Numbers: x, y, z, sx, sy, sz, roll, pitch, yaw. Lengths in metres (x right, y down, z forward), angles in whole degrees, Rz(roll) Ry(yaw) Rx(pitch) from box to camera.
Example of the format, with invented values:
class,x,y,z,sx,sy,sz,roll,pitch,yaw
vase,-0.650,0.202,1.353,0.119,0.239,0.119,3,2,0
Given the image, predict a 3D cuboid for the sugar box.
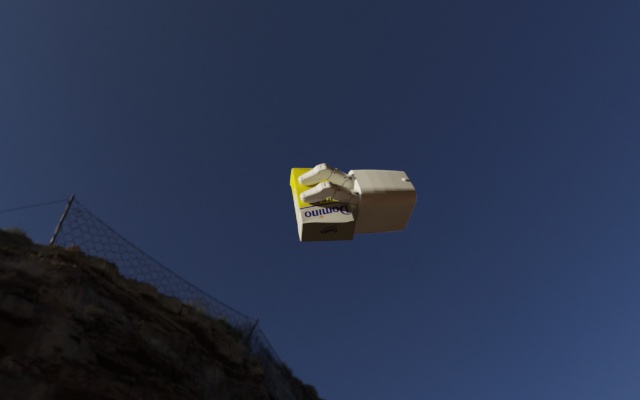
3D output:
class,x,y,z,sx,sy,sz,roll,pitch,yaw
sugar box,0.000,0.002,0.860,0.093,0.048,0.176,-1,33,-10
